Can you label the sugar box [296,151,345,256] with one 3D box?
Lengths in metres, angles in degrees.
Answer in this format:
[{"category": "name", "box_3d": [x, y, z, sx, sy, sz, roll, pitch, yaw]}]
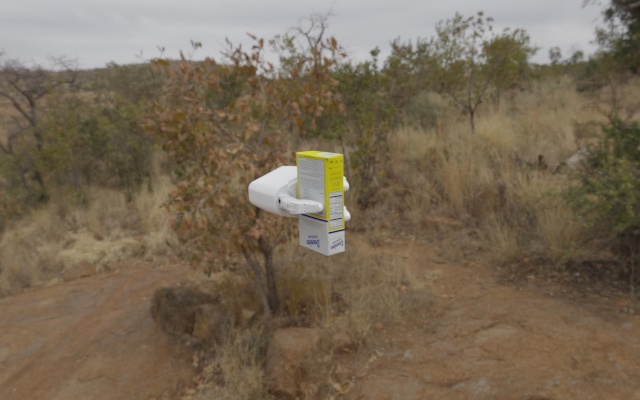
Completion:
[{"category": "sugar box", "box_3d": [0.000, 0.003, 0.860, 0.048, 0.176, 0.093, -13, 17, -34]}]
